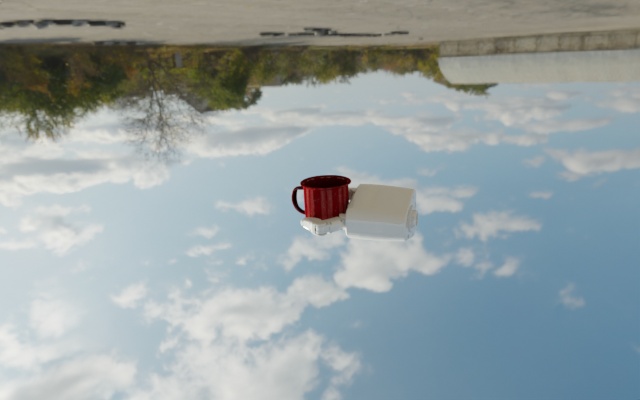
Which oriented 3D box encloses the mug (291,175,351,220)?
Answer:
[{"bbox_3d":[-0.001,0.003,0.880,0.117,0.081,0.093,4,19,21],"label":"mug"}]
